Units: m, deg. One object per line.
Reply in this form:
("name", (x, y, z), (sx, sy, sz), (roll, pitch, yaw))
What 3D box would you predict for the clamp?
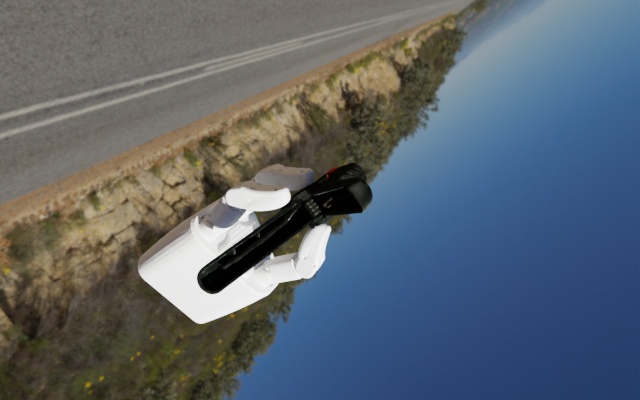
("clamp", (0.001, 0.002, 0.434), (0.164, 0.036, 0.210), (-29, 7, 30))
